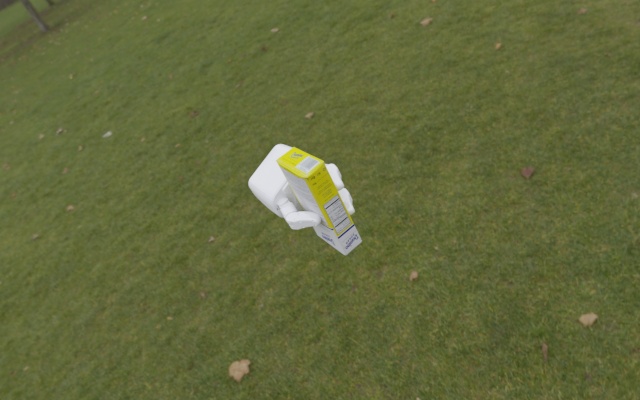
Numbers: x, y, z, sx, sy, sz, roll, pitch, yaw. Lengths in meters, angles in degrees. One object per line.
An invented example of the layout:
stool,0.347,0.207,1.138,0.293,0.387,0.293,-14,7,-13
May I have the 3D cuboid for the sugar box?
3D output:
sugar box,0.000,0.002,0.782,0.048,0.176,0.093,-41,38,-14
